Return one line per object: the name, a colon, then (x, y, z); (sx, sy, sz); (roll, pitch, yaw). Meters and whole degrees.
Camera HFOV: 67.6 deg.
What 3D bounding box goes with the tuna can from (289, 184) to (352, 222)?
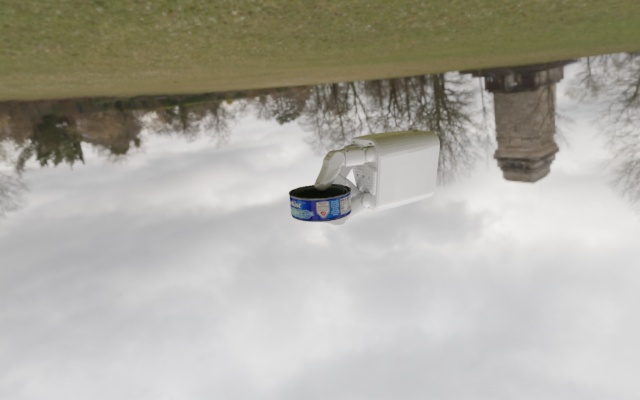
tuna can: (0.000, 0.003, 0.657); (0.086, 0.034, 0.086); (-3, 14, 1)
